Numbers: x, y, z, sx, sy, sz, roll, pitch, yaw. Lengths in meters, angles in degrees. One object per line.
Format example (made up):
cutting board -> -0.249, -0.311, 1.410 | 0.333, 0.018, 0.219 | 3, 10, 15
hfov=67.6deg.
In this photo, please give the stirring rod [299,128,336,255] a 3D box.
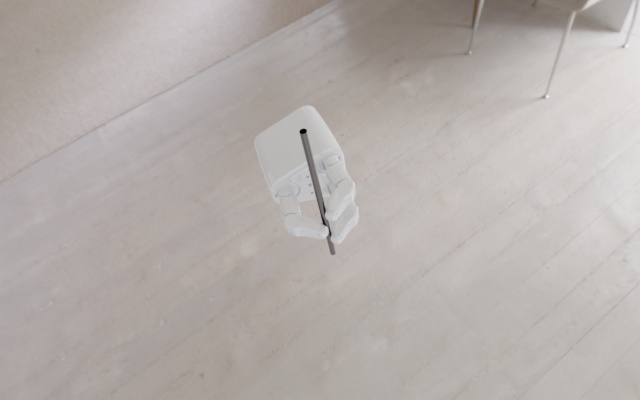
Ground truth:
stirring rod -> 0.000, 0.002, 0.575 | 0.011, 0.011, 0.240 | 0, -36, 10
